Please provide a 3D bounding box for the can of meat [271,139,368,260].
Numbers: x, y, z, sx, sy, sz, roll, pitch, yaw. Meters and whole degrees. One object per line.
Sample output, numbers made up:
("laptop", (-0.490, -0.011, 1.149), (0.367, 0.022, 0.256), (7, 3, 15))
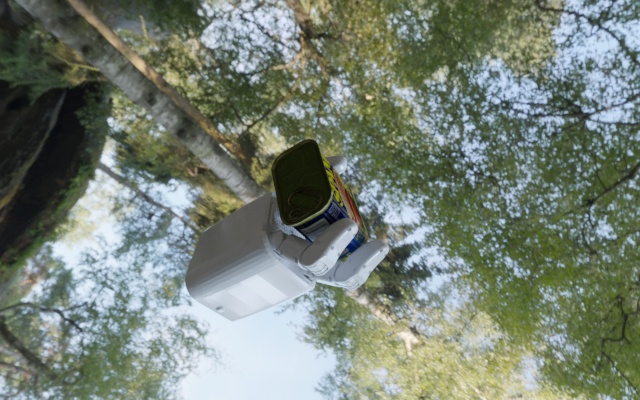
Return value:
("can of meat", (0.000, 0.002, 0.492), (0.057, 0.102, 0.084), (-30, -45, 14))
